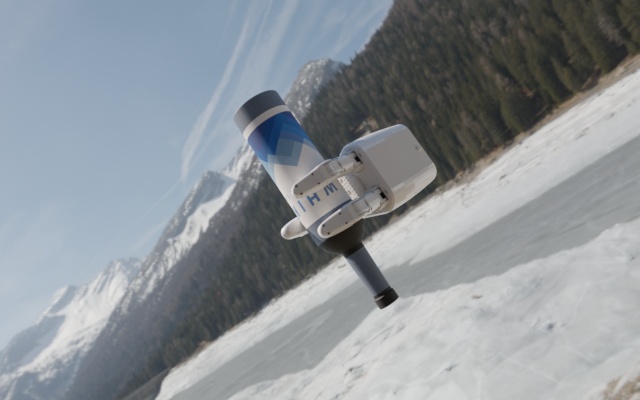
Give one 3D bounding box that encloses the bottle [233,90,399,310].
[{"bbox_3d":[0.000,0.002,0.586,0.069,0.295,0.069,-34,-7,-5],"label":"bottle"}]
